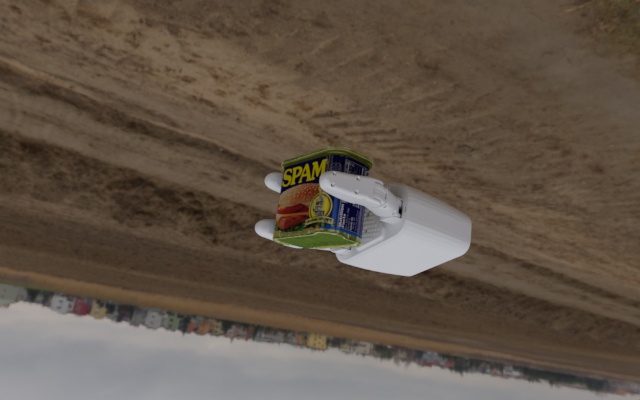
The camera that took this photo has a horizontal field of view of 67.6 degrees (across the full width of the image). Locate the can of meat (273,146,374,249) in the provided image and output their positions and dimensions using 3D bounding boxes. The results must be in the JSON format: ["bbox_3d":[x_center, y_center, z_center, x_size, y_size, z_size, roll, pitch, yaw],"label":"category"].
[{"bbox_3d":[0.000,0.002,0.474,0.057,0.084,0.102,20,-20,-37],"label":"can of meat"}]
